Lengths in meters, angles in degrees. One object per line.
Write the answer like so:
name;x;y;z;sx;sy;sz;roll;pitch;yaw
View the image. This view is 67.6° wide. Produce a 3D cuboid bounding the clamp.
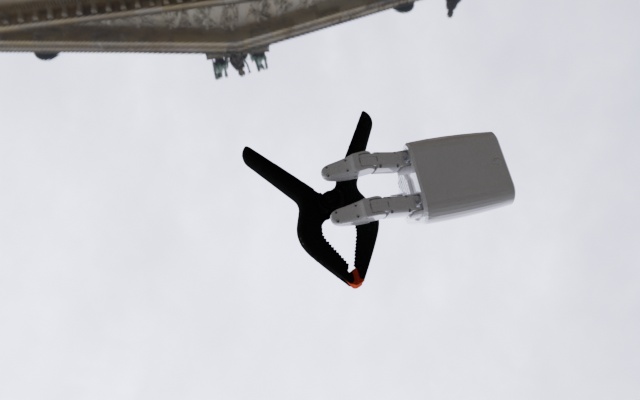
clamp;0.000;0.003;0.558;0.164;0.210;0.036;-11;-19;-1
